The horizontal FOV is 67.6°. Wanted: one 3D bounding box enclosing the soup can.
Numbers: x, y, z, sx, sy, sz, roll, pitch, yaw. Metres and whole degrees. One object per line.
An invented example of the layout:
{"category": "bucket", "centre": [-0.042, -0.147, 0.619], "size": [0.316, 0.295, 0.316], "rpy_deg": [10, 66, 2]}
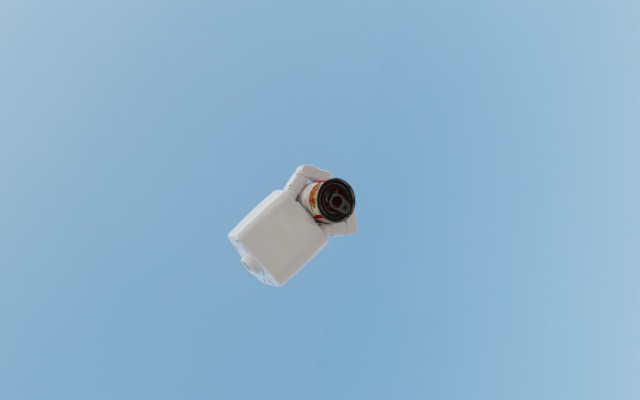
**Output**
{"category": "soup can", "centre": [0.000, 0.002, 0.756], "size": [0.068, 0.068, 0.102], "rpy_deg": [0, -3, -28]}
